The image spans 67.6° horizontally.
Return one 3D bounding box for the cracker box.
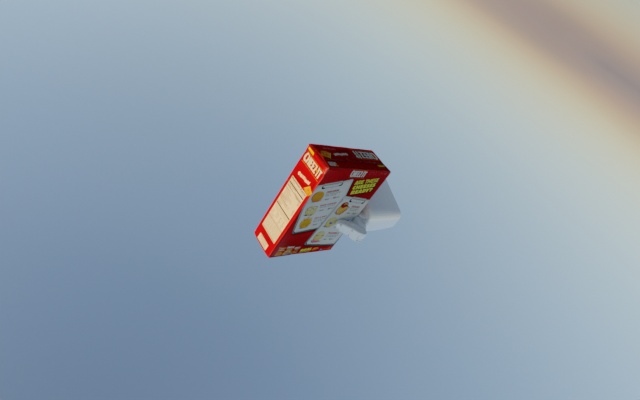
[{"bbox_3d":[0.000,0.003,0.855,0.164,0.214,0.072,-1,45,-46],"label":"cracker box"}]
